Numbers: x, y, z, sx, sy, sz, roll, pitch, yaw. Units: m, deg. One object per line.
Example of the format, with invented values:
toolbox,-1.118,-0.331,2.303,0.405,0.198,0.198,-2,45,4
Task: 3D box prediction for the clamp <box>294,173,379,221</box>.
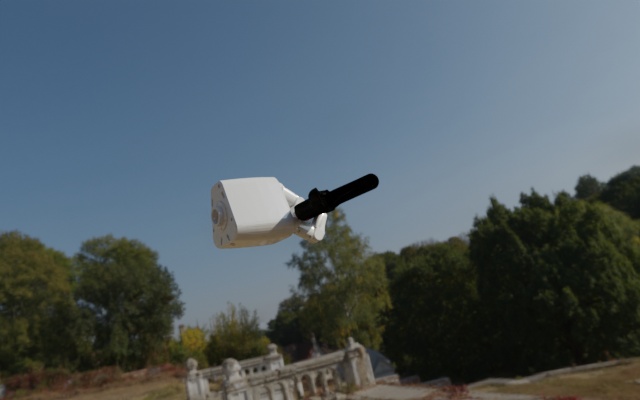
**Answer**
clamp,0.000,0.002,0.755,0.120,0.039,0.171,-7,-16,-37
